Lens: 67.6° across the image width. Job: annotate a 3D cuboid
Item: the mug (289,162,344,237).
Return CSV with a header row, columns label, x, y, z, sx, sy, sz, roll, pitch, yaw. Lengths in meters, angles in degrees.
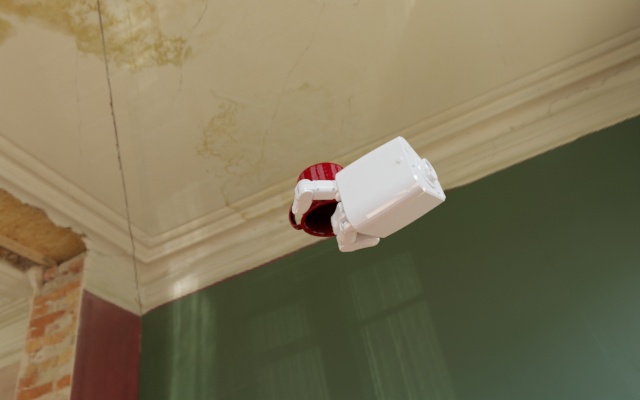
label,x,y,z,sx,sy,sz,roll,pitch,yaw
mug,-0.001,0.003,0.731,0.117,0.081,0.093,-31,-40,23
